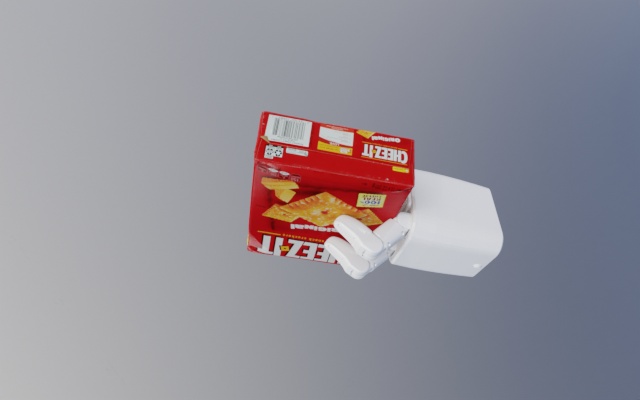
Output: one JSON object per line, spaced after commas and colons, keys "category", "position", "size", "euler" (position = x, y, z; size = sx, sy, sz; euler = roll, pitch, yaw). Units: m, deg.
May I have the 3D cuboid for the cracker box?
{"category": "cracker box", "position": [0.000, 0.002, 0.566], "size": [0.164, 0.072, 0.214], "euler": [10, -32, -5]}
